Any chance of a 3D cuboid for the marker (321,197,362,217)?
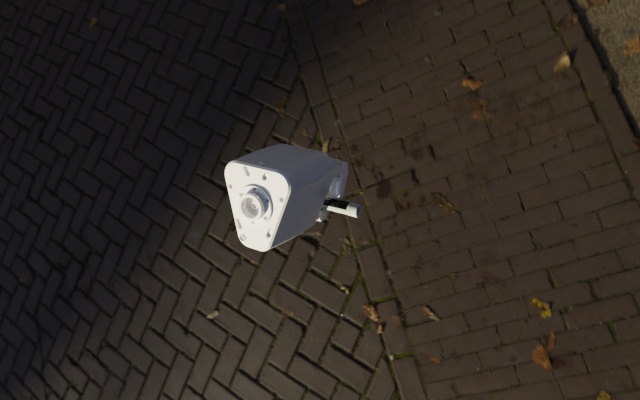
[{"bbox_3d":[0.000,0.002,0.685,0.121,0.020,0.020,13,6,25],"label":"marker"}]
